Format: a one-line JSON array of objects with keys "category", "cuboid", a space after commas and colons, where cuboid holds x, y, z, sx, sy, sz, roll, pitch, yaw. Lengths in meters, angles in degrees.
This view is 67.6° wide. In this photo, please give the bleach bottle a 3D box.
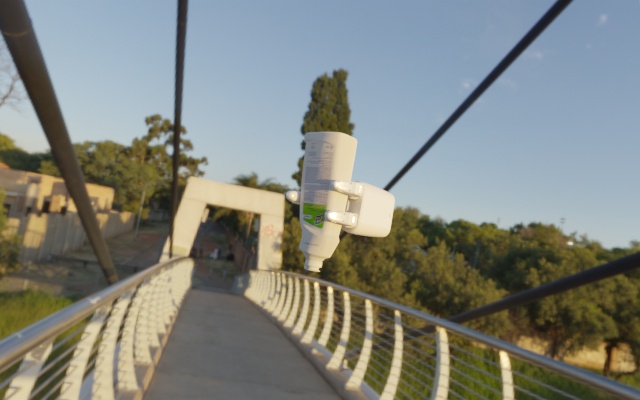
[{"category": "bleach bottle", "cuboid": [0.000, 0.003, 0.881, 0.102, 0.251, 0.068, 6, -6, 43]}]
